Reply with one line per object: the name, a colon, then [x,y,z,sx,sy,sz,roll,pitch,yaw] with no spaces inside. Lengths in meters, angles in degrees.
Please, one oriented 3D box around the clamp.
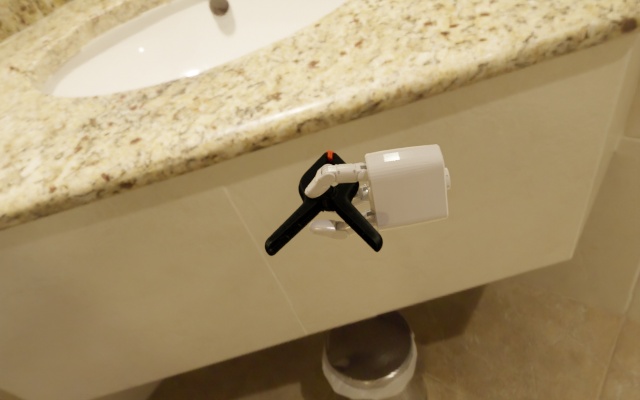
clamp: [0.000,0.001,0.720,0.164,0.036,0.209,-7,44,4]
